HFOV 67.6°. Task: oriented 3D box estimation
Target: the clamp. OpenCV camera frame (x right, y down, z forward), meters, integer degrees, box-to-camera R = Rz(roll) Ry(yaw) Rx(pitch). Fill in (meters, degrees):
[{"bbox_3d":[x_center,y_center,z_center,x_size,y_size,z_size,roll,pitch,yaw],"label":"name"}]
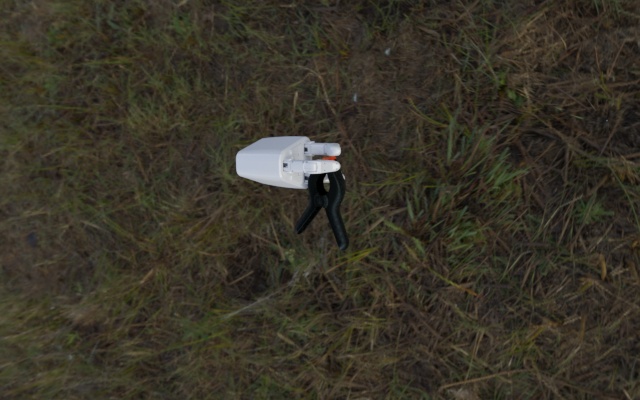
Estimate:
[{"bbox_3d":[0.000,0.003,0.889,0.120,0.171,0.039,5,11,30],"label":"clamp"}]
